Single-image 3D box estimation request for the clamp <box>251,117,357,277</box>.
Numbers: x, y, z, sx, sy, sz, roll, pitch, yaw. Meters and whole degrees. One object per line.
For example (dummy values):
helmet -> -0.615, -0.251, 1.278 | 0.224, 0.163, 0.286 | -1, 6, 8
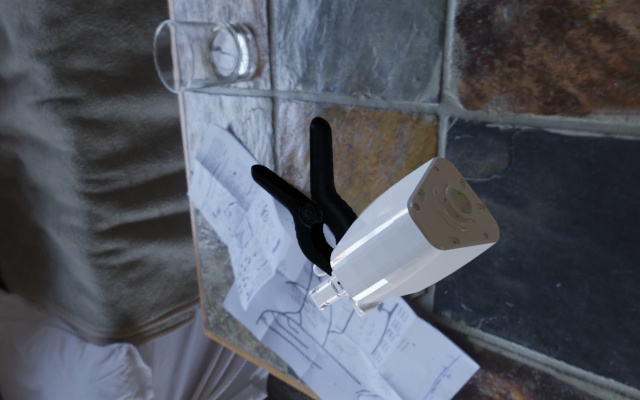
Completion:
clamp -> 0.000, 0.002, 0.503 | 0.039, 0.171, 0.120 | -24, -14, -46
